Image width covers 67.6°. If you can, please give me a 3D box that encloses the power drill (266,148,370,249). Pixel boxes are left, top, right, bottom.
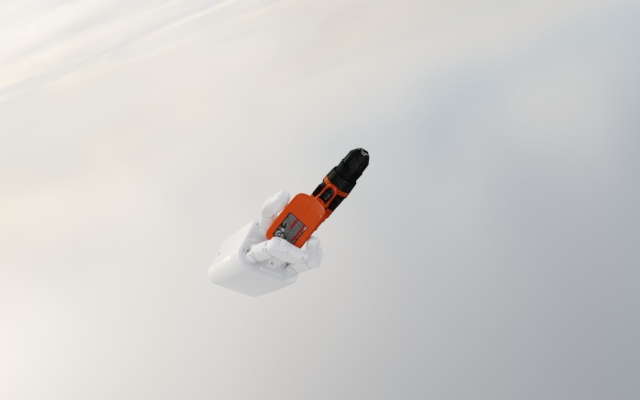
[{"bbox_3d":[0.000,0.003,0.765,0.057,0.184,0.187,40,26,6],"label":"power drill"}]
